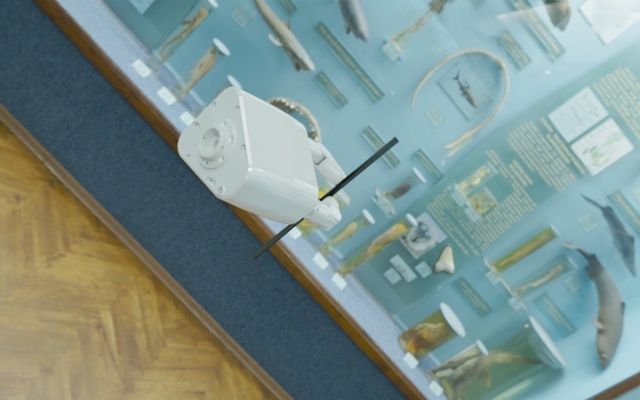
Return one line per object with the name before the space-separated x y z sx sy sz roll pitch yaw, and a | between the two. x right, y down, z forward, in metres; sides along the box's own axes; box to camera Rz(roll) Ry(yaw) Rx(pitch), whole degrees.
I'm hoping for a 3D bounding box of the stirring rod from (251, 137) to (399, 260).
stirring rod | 0.000 0.002 0.588 0.239 0.011 0.011 -40 -15 18
